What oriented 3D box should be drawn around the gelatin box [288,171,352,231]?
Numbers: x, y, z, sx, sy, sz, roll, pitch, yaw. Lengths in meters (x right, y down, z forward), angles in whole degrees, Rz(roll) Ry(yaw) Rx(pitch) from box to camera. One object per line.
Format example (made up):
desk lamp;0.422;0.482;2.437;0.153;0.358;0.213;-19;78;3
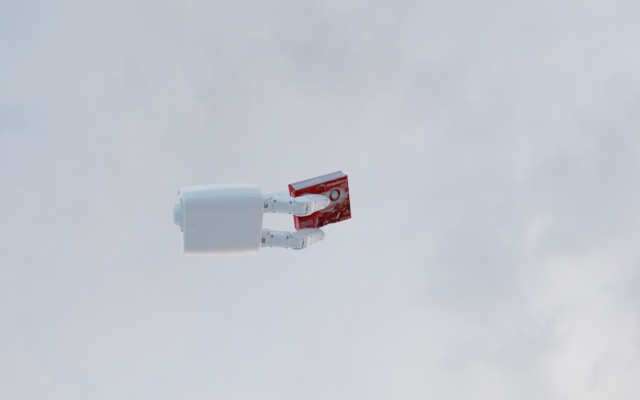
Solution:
gelatin box;0.000;0.002;0.719;0.089;0.073;0.030;-16;27;-18
